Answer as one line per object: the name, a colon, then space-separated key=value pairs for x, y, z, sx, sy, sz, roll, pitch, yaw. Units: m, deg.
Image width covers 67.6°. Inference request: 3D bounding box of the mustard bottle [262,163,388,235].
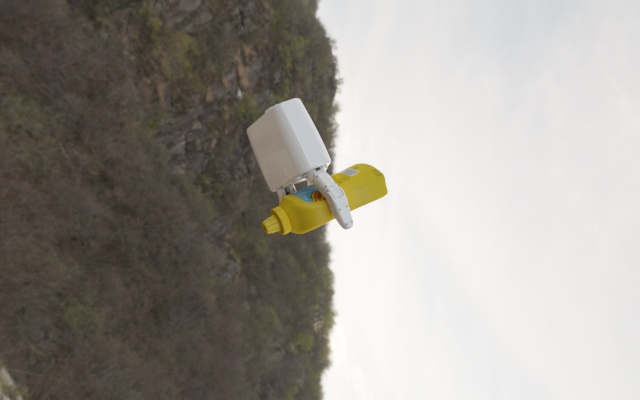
mustard bottle: x=0.000 y=0.003 z=0.717 sx=0.191 sy=0.058 sz=0.096 roll=-24 pitch=24 yaw=-23
